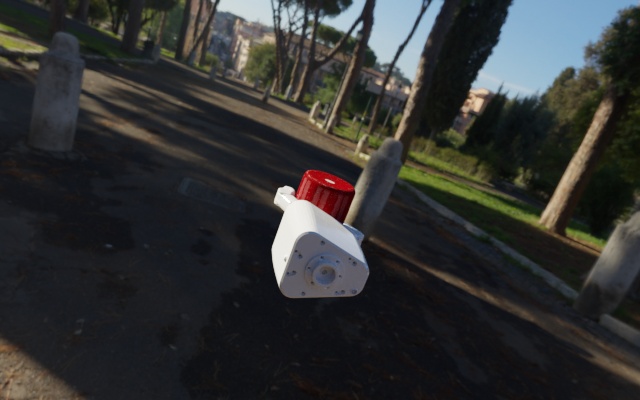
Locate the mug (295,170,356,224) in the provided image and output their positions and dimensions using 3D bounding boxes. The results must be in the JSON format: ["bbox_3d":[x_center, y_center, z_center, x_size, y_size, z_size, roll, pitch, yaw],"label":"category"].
[{"bbox_3d":[0.000,0.002,0.727,0.093,0.081,0.117,17,16,-15],"label":"mug"}]
